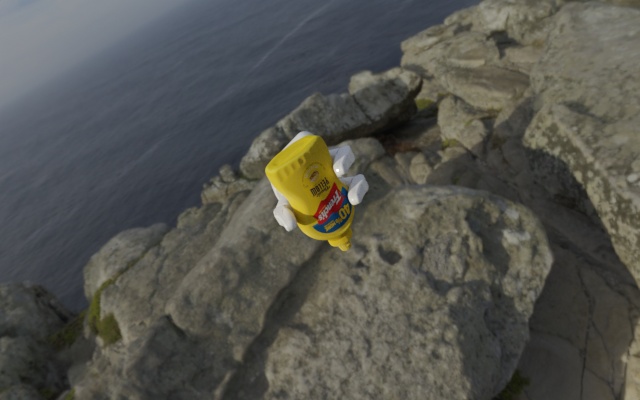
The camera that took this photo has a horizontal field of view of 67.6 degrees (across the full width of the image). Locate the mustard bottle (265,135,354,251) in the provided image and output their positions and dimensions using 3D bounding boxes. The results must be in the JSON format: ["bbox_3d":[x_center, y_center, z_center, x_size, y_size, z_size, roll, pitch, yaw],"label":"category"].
[{"bbox_3d":[0.000,0.002,0.730,0.096,0.192,0.058,-42,30,-22],"label":"mustard bottle"}]
